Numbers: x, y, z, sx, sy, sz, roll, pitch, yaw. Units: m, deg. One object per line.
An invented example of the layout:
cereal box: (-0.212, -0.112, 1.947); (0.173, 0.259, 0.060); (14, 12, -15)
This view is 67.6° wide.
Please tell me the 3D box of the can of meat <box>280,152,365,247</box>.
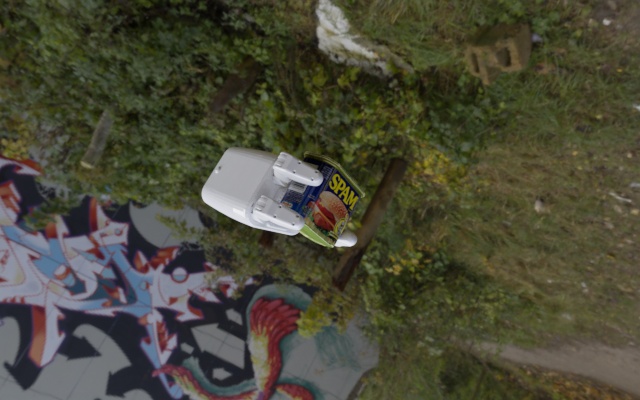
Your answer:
can of meat: (0.000, 0.002, 0.598); (0.057, 0.084, 0.102); (20, -15, 37)
